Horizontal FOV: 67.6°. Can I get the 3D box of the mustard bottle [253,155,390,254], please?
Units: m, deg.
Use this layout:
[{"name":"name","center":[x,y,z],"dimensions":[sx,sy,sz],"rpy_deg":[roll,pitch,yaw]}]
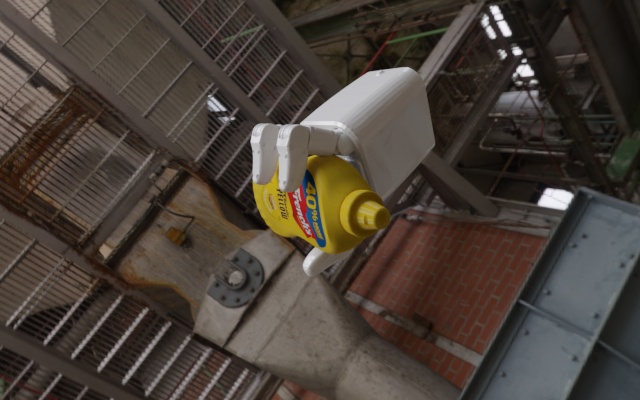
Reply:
[{"name":"mustard bottle","center":[0.000,0.002,0.469],"dimensions":[0.058,0.096,0.191],"rpy_deg":[-18,17,-30]}]
